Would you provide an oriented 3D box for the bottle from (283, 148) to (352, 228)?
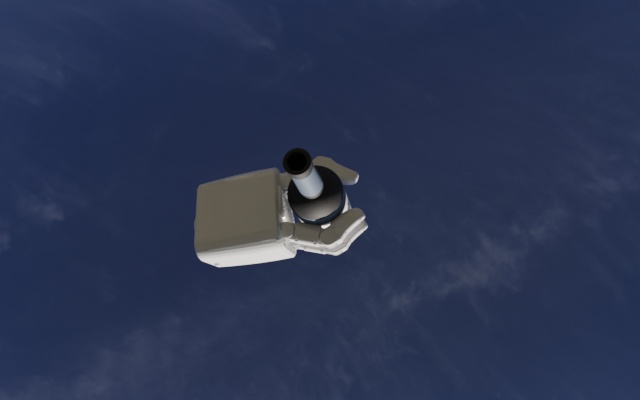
[{"bbox_3d":[0.000,0.002,0.586,0.069,0.069,0.296,0,-15,9],"label":"bottle"}]
